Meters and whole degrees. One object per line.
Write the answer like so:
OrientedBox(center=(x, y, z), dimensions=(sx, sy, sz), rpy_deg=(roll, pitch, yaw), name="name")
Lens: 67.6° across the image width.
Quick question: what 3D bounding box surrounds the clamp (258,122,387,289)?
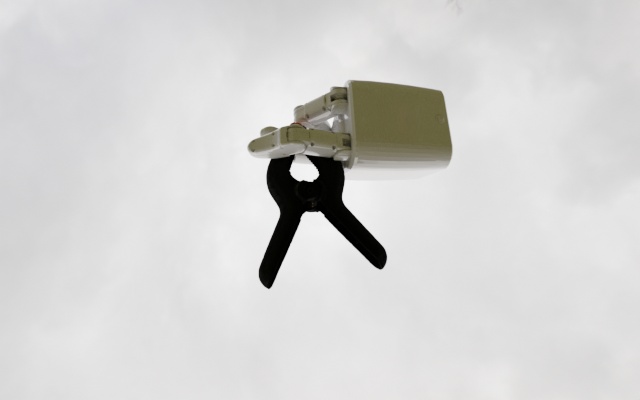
OrientedBox(center=(0.000, 0.002, 0.470), dimensions=(0.120, 0.171, 0.039), rpy_deg=(2, -23, -10), name="clamp")
